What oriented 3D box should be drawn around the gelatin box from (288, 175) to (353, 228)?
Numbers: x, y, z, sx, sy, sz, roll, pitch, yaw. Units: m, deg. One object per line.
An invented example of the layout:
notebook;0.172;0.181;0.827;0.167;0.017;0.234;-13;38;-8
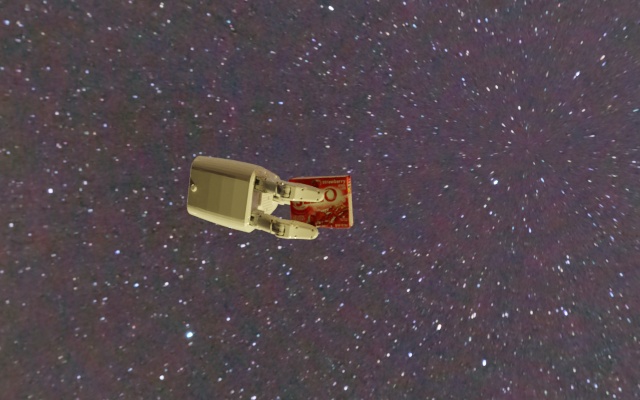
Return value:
gelatin box;0.001;0.002;0.686;0.089;0.073;0.030;-1;7;16
